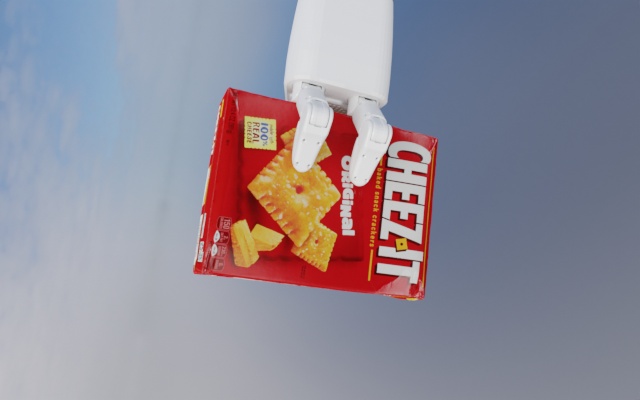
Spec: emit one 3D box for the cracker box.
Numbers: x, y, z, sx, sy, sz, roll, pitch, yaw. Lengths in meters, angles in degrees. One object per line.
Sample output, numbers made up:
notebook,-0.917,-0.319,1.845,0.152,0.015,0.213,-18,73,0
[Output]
cracker box,0.000,0.001,0.455,0.214,0.164,0.072,10,-9,-18
